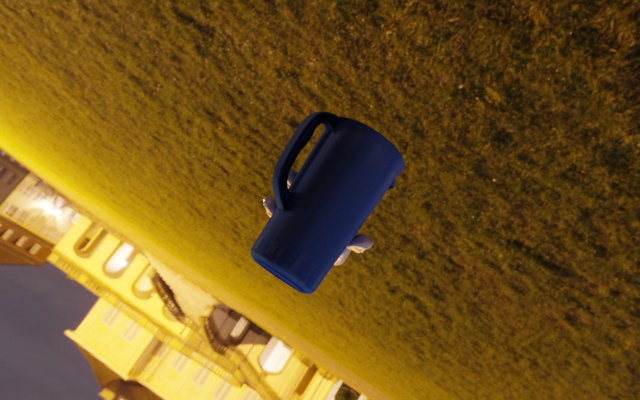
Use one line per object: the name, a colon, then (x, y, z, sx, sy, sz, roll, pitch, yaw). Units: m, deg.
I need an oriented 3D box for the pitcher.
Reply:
pitcher: (0.000, 0.002, 0.691, 0.149, 0.242, 0.145, 31, -14, 10)
